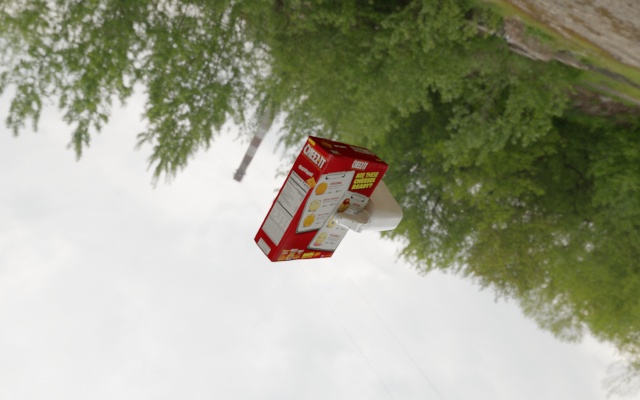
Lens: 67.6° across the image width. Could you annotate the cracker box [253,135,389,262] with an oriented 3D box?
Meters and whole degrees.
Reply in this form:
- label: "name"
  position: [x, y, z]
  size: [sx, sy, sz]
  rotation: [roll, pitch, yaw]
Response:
- label: "cracker box"
  position: [0.000, 0.003, 0.828]
  size: [0.164, 0.214, 0.072]
  rotation: [4, 32, -50]
